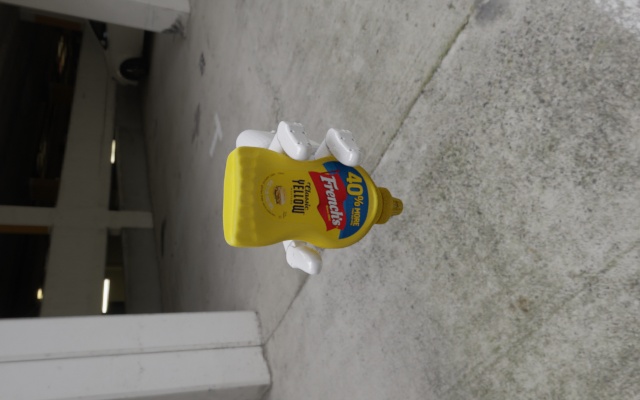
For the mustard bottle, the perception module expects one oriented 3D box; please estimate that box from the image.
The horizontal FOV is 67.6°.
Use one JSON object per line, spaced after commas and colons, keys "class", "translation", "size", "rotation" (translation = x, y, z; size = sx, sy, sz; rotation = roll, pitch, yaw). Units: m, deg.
{"class": "mustard bottle", "translation": [0.000, 0.002, 0.492], "size": [0.191, 0.096, 0.058], "rotation": [4, -10, -24]}
